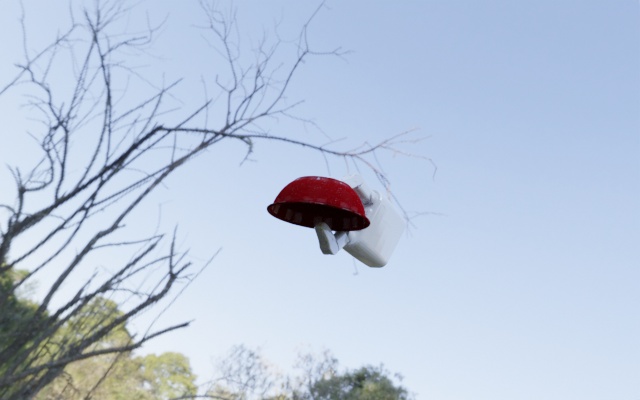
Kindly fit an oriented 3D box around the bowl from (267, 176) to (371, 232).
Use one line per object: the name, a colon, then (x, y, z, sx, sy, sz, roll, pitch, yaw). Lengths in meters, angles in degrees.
bowl: (0.000, 0.002, 0.741, 0.162, 0.055, 0.162, 8, -15, 2)
